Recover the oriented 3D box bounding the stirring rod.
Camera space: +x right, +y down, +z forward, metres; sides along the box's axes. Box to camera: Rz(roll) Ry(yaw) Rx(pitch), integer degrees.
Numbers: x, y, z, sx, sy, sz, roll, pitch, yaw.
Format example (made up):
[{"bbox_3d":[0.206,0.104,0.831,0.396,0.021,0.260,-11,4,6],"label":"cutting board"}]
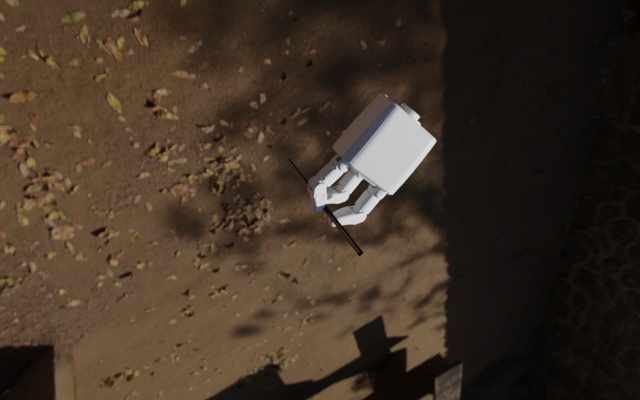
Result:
[{"bbox_3d":[0.000,0.002,0.733,0.011,0.011,0.239,0,36,-34],"label":"stirring rod"}]
